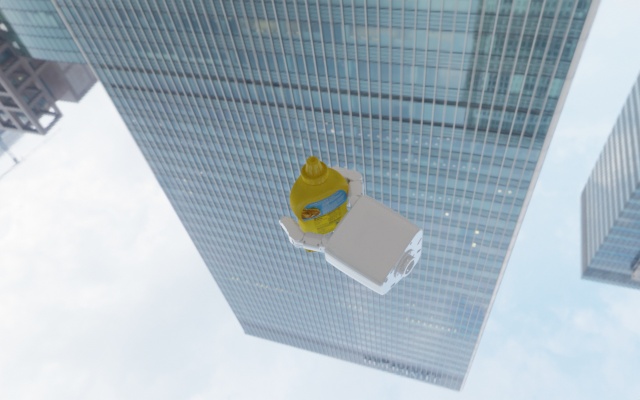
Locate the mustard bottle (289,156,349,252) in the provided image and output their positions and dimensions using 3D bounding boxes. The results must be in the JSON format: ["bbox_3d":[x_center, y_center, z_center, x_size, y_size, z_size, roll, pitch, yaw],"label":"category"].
[{"bbox_3d":[0.000,0.002,0.762,0.096,0.058,0.192,-24,-38,-11],"label":"mustard bottle"}]
